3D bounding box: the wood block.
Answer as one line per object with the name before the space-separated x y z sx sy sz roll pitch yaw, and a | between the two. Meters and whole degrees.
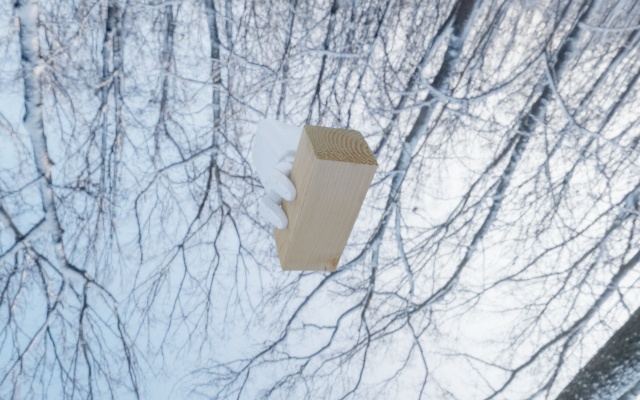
wood block | 0.000 0.002 0.709 0.091 0.206 0.090 3 39 -20
